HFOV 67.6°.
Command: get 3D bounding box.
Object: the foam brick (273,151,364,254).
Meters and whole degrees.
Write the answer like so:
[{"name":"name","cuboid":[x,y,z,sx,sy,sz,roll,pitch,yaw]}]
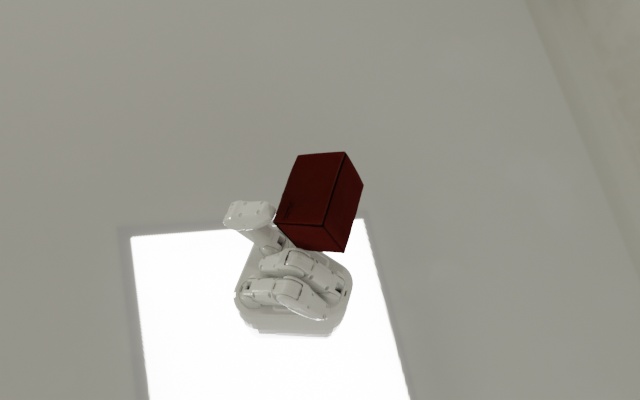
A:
[{"name":"foam brick","cuboid":[0.000,0.001,0.441,0.053,0.078,0.051,1,-32,31]}]
